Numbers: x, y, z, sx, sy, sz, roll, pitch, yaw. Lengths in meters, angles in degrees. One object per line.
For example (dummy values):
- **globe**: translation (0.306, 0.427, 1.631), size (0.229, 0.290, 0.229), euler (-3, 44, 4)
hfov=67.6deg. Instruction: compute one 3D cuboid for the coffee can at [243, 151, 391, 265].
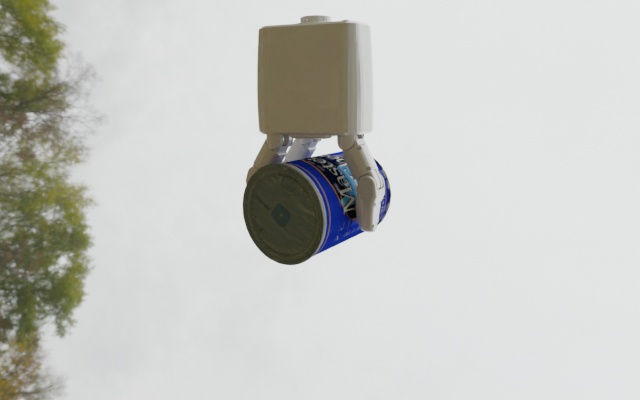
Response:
- **coffee can**: translation (0.000, 0.002, 0.524), size (0.103, 0.103, 0.140), euler (0, 11, 35)
